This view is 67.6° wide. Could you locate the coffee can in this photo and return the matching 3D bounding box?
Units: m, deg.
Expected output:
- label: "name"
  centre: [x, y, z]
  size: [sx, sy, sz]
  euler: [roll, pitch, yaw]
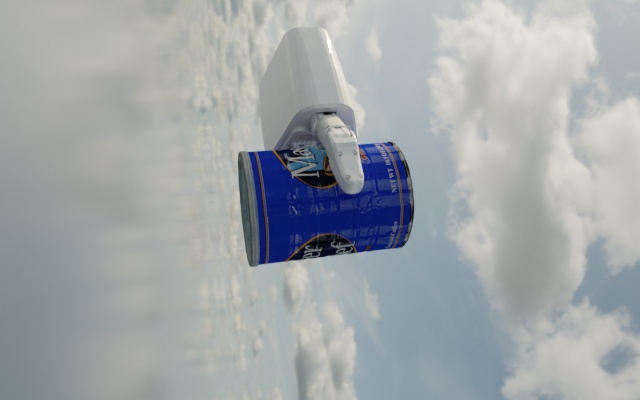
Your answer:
- label: "coffee can"
  centre: [0.000, 0.002, 0.437]
  size: [0.140, 0.103, 0.103]
  euler: [-5, 1, -13]
